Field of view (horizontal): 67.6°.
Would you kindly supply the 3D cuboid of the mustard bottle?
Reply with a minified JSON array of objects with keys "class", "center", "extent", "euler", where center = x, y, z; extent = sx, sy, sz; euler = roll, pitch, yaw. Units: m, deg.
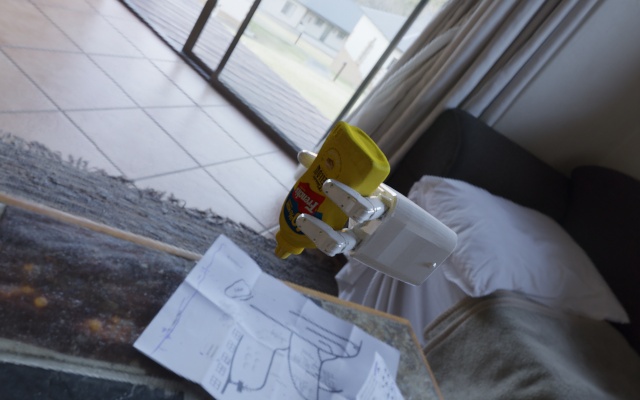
[{"class":"mustard bottle","center":[0.000,0.002,0.595],"extent":[0.058,0.192,0.096],"euler":[15,32,-41]}]
